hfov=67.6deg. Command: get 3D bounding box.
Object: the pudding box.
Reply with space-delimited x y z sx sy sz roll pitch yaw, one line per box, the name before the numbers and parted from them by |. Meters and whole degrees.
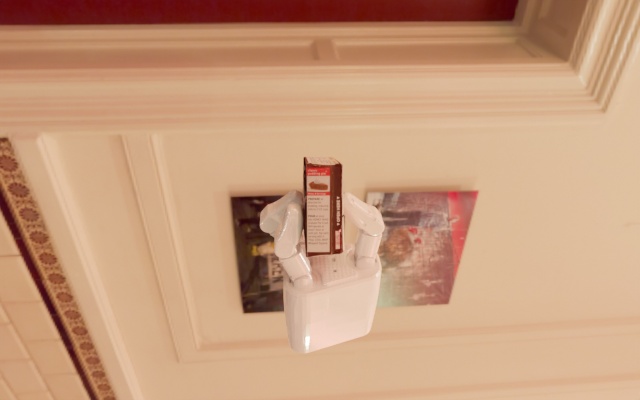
pudding box | 0.000 0.002 0.493 0.039 0.090 0.113 -2 8 -5
